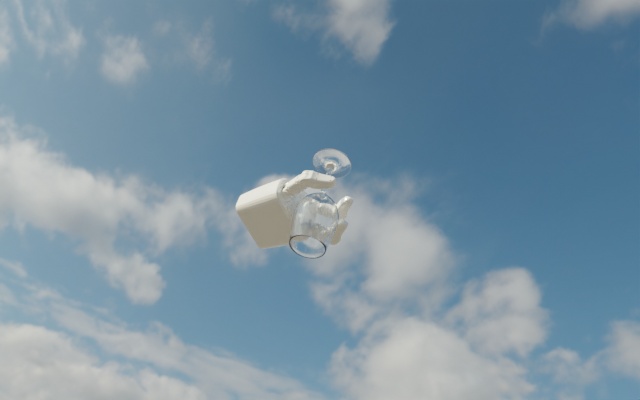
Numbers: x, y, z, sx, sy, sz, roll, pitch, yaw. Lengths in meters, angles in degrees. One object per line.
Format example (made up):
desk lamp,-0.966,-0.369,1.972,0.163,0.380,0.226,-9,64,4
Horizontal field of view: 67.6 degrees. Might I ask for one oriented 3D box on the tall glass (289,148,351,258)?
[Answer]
tall glass,0.000,0.002,0.830,0.079,0.201,0.079,9,-42,8
